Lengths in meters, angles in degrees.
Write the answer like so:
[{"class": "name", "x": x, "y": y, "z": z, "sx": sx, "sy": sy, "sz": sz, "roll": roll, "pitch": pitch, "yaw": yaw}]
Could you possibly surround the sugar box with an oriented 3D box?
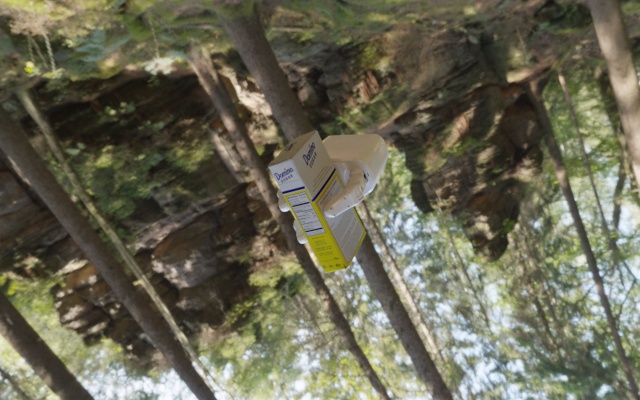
[{"class": "sugar box", "x": 0.000, "y": 0.002, "z": 0.660, "sx": 0.048, "sy": 0.176, "sz": 0.093, "roll": -17, "pitch": 22, "yaw": 31}]
